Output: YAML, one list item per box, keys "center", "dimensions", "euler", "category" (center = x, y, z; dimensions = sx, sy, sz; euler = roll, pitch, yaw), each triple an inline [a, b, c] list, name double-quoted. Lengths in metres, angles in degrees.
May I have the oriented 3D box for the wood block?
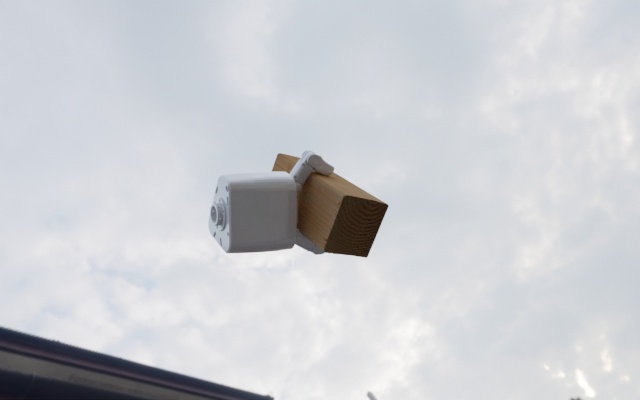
- center: [0.000, 0.002, 0.766]
  dimensions: [0.090, 0.091, 0.206]
  euler: [11, 15, -37]
  category: "wood block"
